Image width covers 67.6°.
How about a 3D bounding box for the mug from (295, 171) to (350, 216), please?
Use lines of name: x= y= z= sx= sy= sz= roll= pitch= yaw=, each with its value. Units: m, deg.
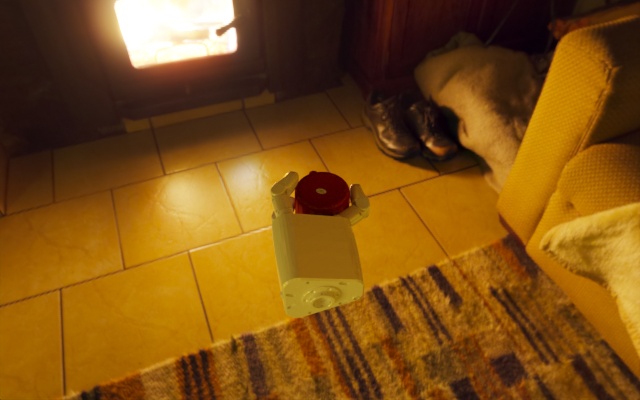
mug: x=0.000 y=0.001 z=0.730 sx=0.093 sy=0.117 sz=0.082 roll=-8 pitch=-42 yaw=-8
